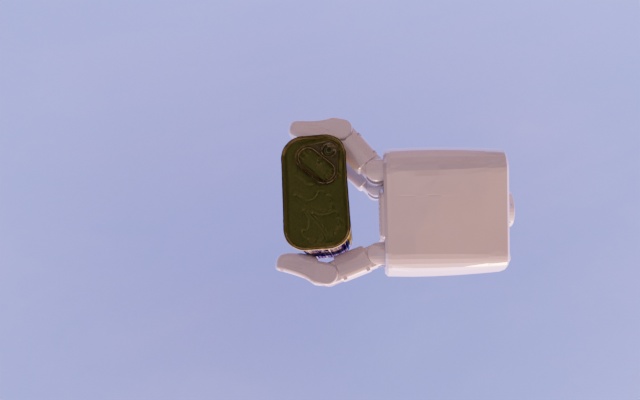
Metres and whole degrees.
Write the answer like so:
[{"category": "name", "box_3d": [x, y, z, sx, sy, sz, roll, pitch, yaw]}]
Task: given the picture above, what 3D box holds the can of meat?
[{"category": "can of meat", "box_3d": [0.000, 0.002, 0.446, 0.057, 0.102, 0.084, -5, -14, 6]}]
